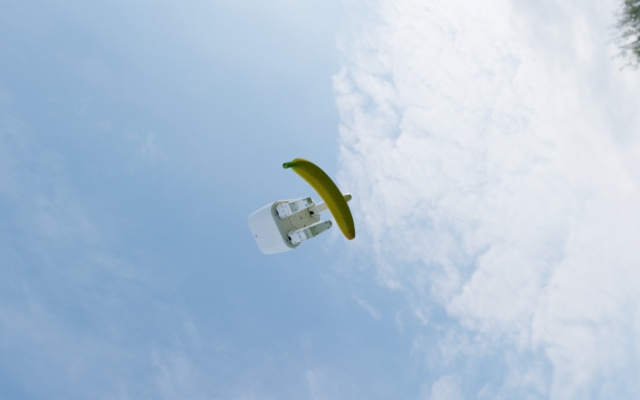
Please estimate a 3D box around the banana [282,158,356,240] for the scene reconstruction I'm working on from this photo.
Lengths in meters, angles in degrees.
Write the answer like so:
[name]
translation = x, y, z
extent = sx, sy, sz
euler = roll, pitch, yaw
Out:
[banana]
translation = 0.006, -0.012, 0.873
extent = 0.198, 0.069, 0.037
euler = 46, -40, -20
